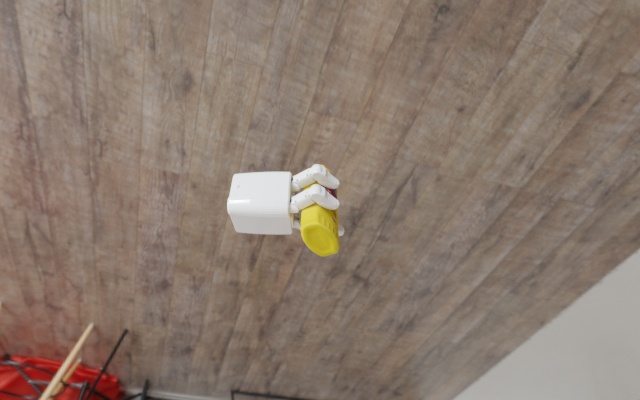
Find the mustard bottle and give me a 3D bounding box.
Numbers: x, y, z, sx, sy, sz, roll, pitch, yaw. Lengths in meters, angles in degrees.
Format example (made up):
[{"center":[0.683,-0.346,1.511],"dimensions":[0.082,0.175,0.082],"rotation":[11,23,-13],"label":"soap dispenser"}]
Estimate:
[{"center":[0.000,0.003,0.888],"dimensions":[0.058,0.191,0.096],"rotation":[-19,-48,18],"label":"mustard bottle"}]
